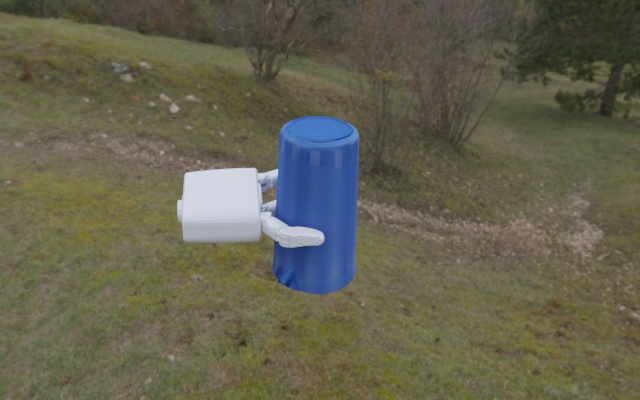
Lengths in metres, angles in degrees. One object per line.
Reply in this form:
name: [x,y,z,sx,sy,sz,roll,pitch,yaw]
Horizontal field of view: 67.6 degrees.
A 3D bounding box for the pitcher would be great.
pitcher: [0.000,0.002,0.711,0.145,0.243,0.149,-2,30,-9]
